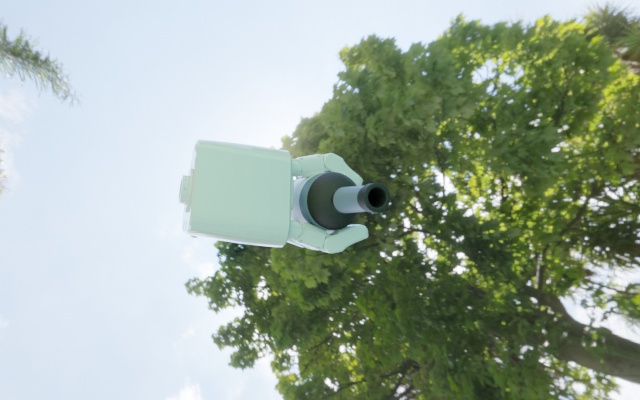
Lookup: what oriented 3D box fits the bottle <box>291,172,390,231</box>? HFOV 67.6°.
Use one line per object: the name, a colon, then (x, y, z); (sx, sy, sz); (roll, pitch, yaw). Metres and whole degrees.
bottle: (0.000, 0.002, 0.573); (0.069, 0.069, 0.296); (0, -2, -21)
